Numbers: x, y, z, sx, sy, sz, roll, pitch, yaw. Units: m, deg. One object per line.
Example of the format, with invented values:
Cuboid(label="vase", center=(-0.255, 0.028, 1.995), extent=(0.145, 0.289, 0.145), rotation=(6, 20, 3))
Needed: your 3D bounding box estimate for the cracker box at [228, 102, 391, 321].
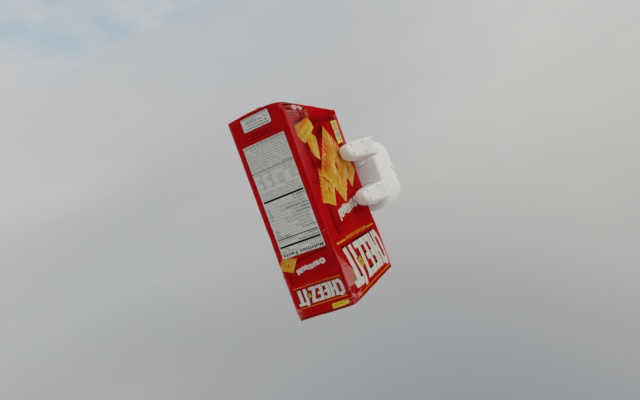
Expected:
Cuboid(label="cracker box", center=(0.000, 0.002, 0.538), extent=(0.072, 0.213, 0.164), rotation=(-21, -2, 22))
